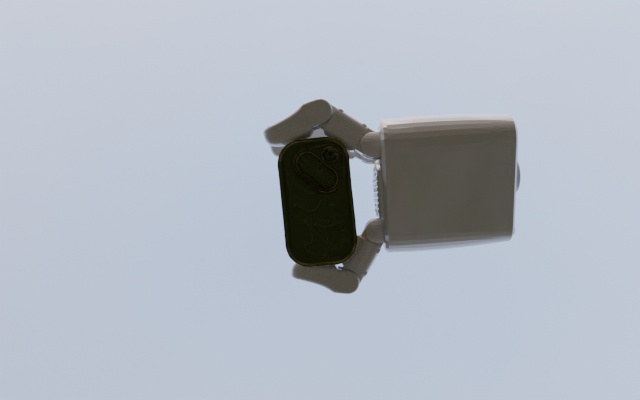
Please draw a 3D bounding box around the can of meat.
[{"bbox_3d":[0.000,0.001,0.417,0.057,0.102,0.084,-6,-1,4],"label":"can of meat"}]
